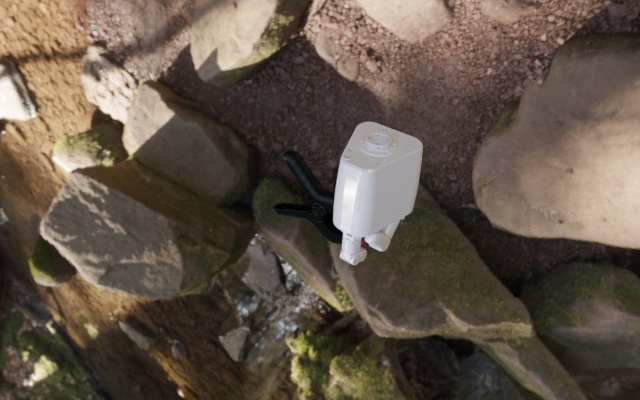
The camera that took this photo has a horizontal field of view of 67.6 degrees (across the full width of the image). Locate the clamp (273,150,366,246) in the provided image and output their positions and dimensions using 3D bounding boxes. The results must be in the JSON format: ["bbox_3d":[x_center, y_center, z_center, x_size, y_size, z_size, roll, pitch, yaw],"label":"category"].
[{"bbox_3d":[0.000,0.003,0.697,0.171,0.120,0.039,26,45,25],"label":"clamp"}]
